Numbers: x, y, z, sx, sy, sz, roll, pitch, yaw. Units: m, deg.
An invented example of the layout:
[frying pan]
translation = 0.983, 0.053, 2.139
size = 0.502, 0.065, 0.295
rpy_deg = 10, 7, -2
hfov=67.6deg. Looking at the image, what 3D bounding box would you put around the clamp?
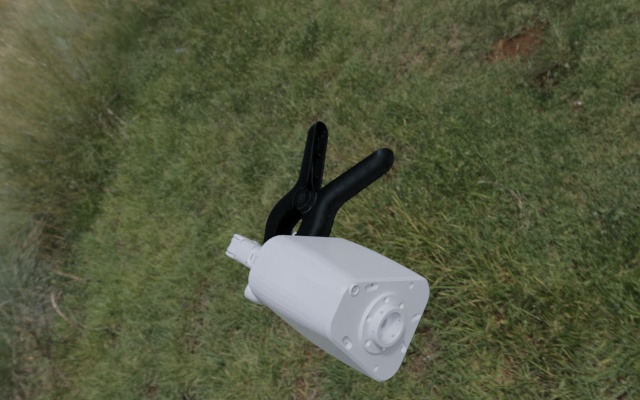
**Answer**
[clamp]
translation = 0.000, 0.001, 0.483
size = 0.039, 0.171, 0.120
rpy_deg = 29, -7, -39
